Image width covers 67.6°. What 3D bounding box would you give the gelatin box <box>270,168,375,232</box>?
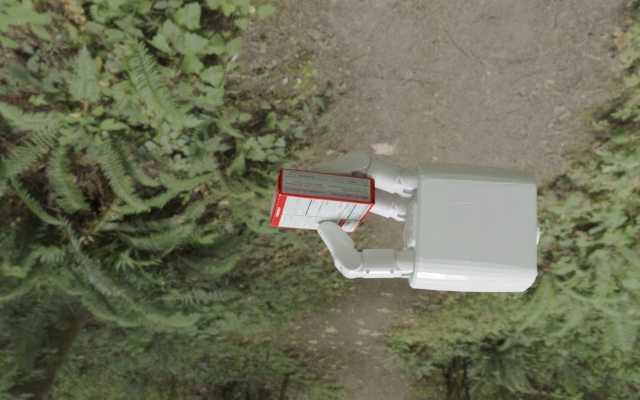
[{"bbox_3d":[0.000,0.002,0.454,0.089,0.030,0.073,5,-25,-10],"label":"gelatin box"}]
